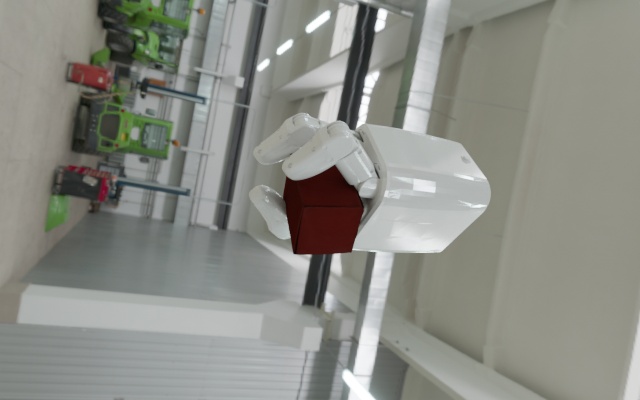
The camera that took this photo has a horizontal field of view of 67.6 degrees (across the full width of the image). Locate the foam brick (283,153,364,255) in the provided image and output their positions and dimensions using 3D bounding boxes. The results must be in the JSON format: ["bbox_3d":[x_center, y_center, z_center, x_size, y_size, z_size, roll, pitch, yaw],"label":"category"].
[{"bbox_3d":[0.000,0.002,0.409,0.051,0.053,0.078,2,39,-14],"label":"foam brick"}]
